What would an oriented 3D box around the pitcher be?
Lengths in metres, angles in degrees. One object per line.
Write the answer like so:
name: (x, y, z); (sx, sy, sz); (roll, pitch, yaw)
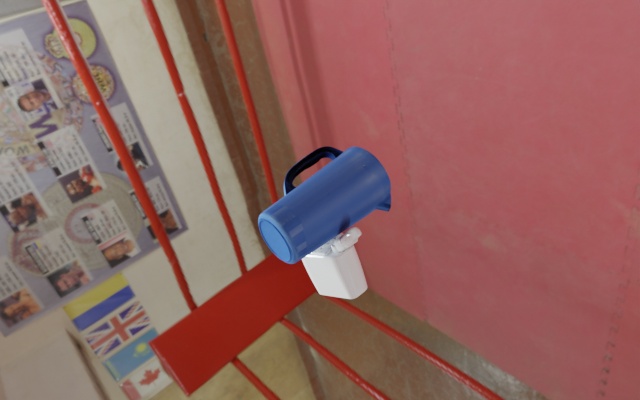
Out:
pitcher: (0.000, 0.003, 0.898); (0.242, 0.145, 0.149); (-34, 25, -27)
